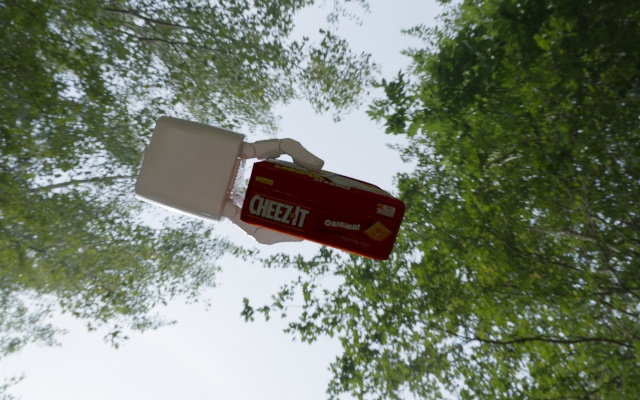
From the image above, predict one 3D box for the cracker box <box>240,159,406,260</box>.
[{"bbox_3d":[0.000,0.002,0.591,0.164,0.072,0.213,15,7,-2],"label":"cracker box"}]
